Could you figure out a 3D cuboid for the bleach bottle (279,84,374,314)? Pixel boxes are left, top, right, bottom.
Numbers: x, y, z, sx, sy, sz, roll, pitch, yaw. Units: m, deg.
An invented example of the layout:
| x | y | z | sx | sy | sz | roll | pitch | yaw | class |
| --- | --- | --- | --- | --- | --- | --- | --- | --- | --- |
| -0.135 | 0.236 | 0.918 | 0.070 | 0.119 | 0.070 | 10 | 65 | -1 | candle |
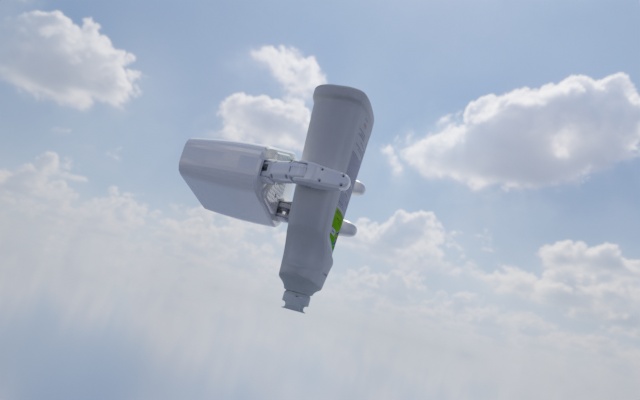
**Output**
| x | y | z | sx | sy | sz | roll | pitch | yaw | class |
| --- | --- | --- | --- | --- | --- | --- | --- | --- | --- |
| 0.000 | 0.002 | 0.549 | 0.068 | 0.250 | 0.102 | 11 | -14 | 18 | bleach bottle |
